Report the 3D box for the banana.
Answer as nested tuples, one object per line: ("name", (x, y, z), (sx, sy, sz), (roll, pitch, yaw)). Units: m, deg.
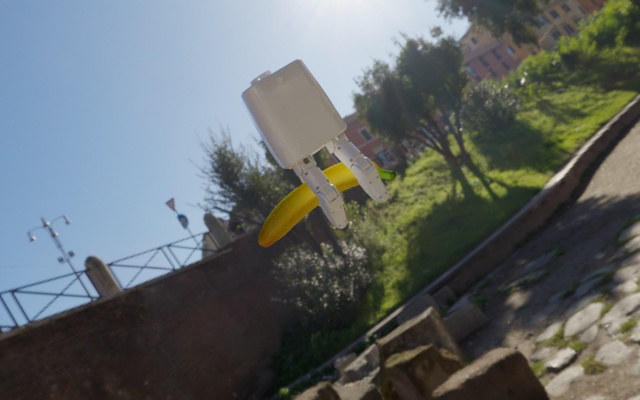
("banana", (-0.002, -0.007, 0.634), (0.198, 0.037, 0.069), (-29, 28, -1))
